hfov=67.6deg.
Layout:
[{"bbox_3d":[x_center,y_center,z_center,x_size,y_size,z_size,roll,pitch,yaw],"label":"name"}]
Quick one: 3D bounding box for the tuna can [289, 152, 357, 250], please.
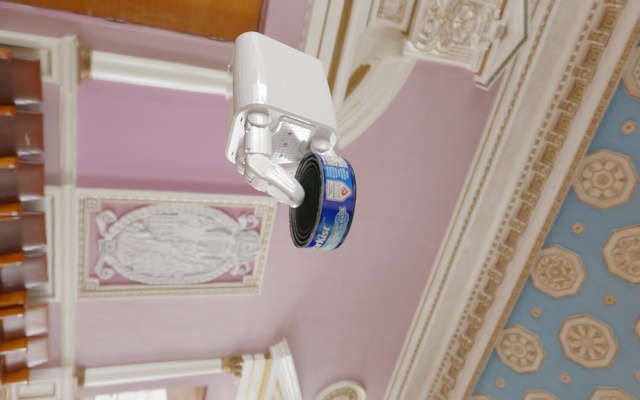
[{"bbox_3d":[0.001,0.002,0.427,0.034,0.086,0.086,7,-3,-20],"label":"tuna can"}]
